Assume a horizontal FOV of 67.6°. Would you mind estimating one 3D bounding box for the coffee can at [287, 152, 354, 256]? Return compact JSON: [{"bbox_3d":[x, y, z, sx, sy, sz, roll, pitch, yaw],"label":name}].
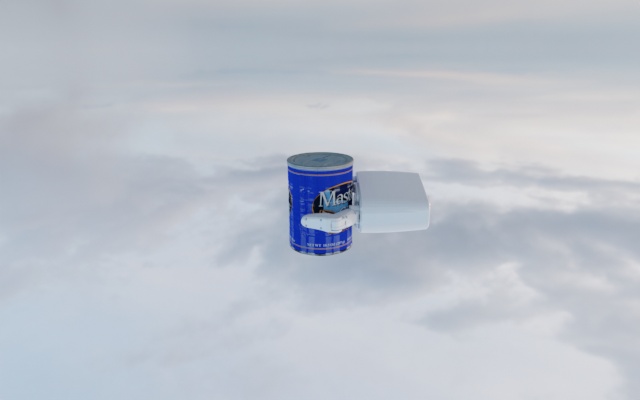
[{"bbox_3d":[0.000,0.002,0.751,0.103,0.140,0.102,0,18,0],"label":"coffee can"}]
